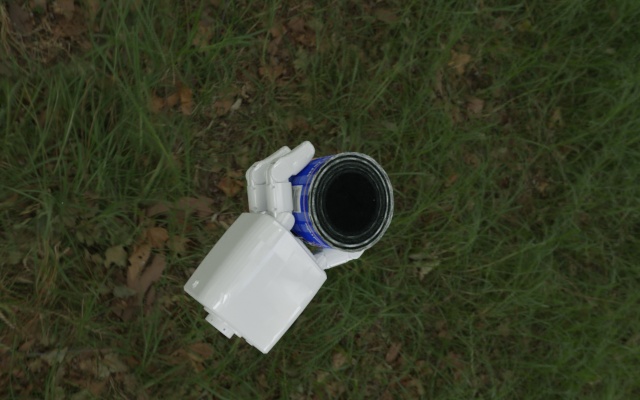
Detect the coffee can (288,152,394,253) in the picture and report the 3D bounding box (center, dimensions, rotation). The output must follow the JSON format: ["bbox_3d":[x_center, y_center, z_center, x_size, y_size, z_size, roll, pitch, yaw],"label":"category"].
[{"bbox_3d":[0.000,0.002,0.542,0.103,0.103,0.140,0,0,-28],"label":"coffee can"}]
